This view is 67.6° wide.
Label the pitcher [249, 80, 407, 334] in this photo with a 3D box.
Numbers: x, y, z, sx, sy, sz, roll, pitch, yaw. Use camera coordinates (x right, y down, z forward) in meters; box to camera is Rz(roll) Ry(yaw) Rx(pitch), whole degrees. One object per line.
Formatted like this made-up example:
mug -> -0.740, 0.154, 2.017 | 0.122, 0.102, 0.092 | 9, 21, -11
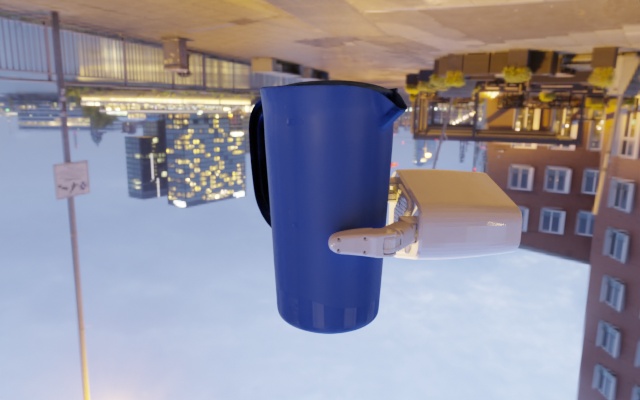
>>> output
pitcher -> 0.000, 0.002, 0.491 | 0.145, 0.243, 0.149 | -1, 11, -8
